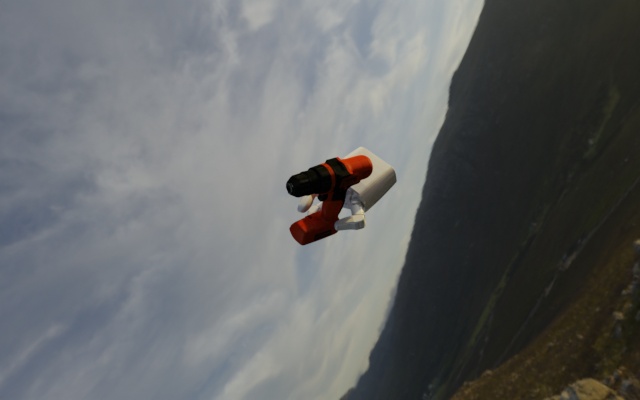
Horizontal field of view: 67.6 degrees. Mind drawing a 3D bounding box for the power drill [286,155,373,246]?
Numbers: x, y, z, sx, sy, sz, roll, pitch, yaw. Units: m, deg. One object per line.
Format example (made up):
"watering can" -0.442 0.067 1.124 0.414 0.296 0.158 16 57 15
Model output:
"power drill" 0.000 0.003 0.896 0.184 0.057 0.188 -17 -33 -33
